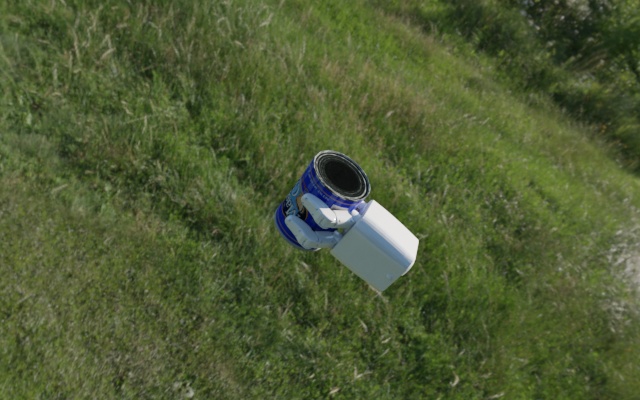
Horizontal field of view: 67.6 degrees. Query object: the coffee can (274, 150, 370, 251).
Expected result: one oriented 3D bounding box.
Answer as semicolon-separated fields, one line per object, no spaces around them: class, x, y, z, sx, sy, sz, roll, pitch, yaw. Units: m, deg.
coffee can;0.000;0.002;0.779;0.103;0.102;0.140;0;-38;-38
